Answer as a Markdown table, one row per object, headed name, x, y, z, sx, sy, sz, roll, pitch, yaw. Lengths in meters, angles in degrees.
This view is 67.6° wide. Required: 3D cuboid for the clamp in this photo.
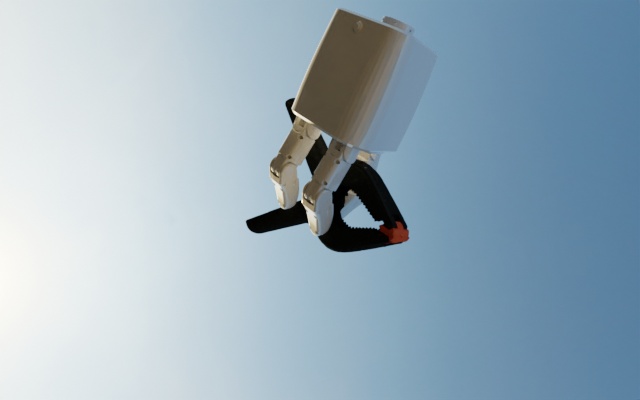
| name | x | y | z | sx | sy | sz | roll | pitch | yaw |
| --- | --- | --- | --- | --- | --- | --- | --- | --- | --- |
| clamp | 0.001 | 0.002 | 0.503 | 0.036 | 0.164 | 0.210 | 6 | 25 | -47 |
